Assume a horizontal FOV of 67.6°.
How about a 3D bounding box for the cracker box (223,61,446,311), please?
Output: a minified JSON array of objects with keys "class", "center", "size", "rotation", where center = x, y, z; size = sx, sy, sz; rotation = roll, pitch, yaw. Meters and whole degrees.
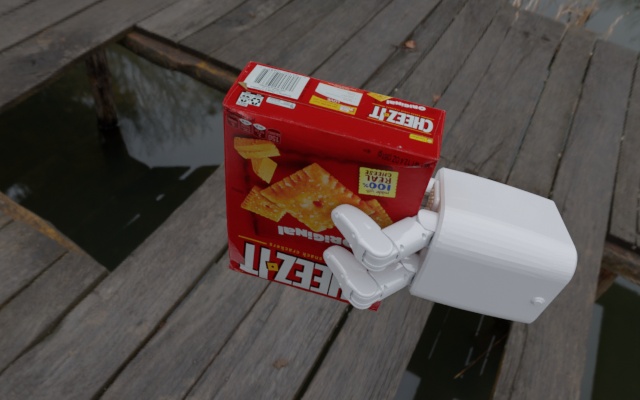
[{"class":"cracker box","center":[0.000,0.001,0.431],"size":[0.164,0.072,0.214],"rotation":[16,-43,5]}]
